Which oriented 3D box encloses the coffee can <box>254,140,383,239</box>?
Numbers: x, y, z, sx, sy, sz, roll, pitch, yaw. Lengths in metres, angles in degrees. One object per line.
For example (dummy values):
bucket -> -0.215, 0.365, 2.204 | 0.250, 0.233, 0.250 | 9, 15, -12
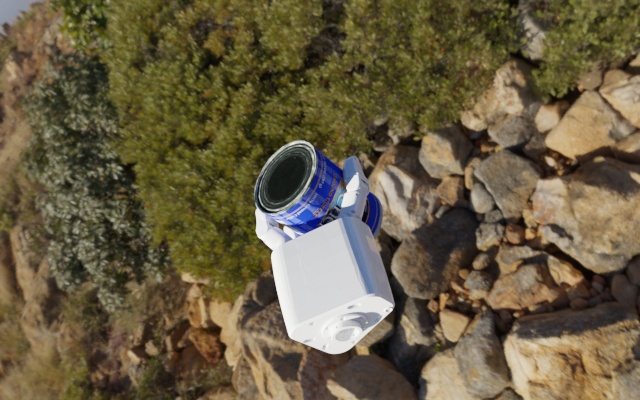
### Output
coffee can -> 0.000, 0.002, 0.618 | 0.103, 0.102, 0.140 | 0, -26, 45
